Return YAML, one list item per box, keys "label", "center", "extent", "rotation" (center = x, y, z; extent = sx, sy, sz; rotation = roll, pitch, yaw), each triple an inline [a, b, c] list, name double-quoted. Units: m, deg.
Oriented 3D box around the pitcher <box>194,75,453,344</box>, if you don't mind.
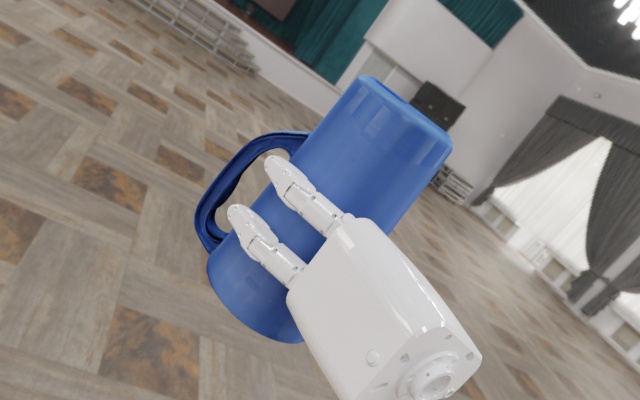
- label: "pitcher"
  center: [0.000, 0.002, 0.456]
  extent: [0.149, 0.243, 0.145]
  rotation: [23, 21, -41]
